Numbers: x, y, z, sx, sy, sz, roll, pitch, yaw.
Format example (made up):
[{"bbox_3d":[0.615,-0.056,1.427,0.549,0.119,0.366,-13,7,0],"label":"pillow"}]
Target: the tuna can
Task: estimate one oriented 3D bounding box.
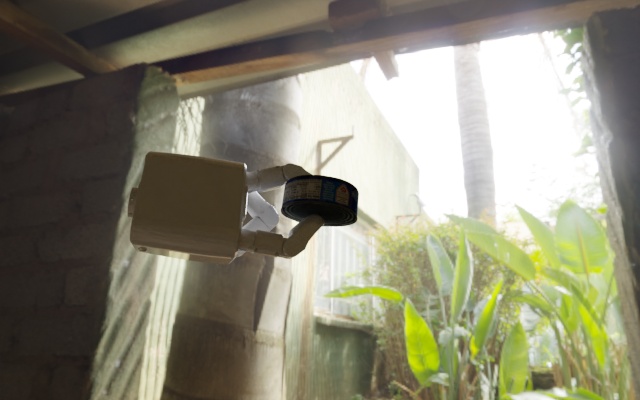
[{"bbox_3d":[0.000,0.001,0.533,0.086,0.033,0.086,6,-18,2],"label":"tuna can"}]
